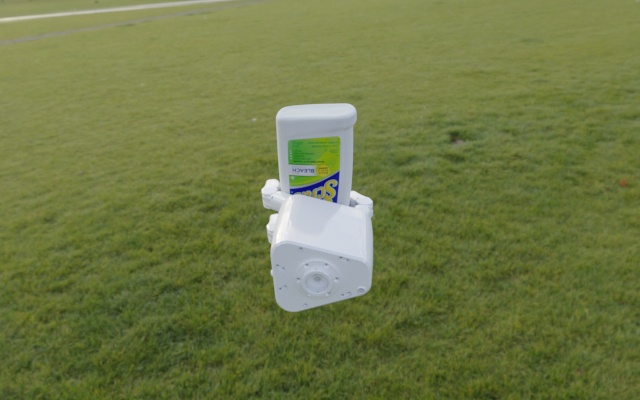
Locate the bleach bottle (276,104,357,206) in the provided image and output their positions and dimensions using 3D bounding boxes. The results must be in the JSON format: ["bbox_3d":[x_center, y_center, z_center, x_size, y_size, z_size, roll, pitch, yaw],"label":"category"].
[{"bbox_3d":[0.000,0.002,0.639,0.102,0.251,0.068,-1,26,5],"label":"bleach bottle"}]
